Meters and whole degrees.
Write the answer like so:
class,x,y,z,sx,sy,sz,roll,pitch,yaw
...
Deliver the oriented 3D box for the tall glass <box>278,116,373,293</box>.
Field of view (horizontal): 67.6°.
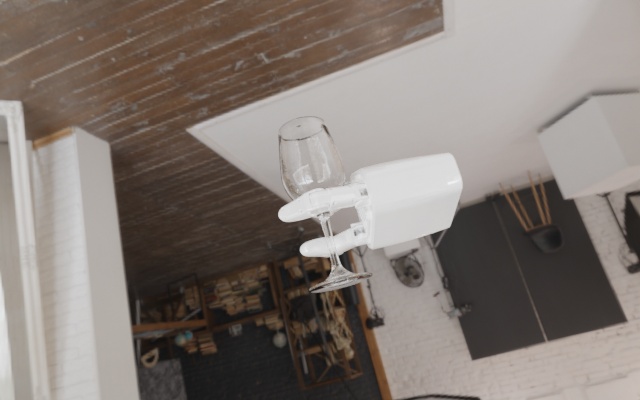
class,x,y,z,sx,sy,sz,roll,pitch,yaw
tall glass,0.000,0.003,0.568,0.079,0.201,0.079,-13,-17,-4
